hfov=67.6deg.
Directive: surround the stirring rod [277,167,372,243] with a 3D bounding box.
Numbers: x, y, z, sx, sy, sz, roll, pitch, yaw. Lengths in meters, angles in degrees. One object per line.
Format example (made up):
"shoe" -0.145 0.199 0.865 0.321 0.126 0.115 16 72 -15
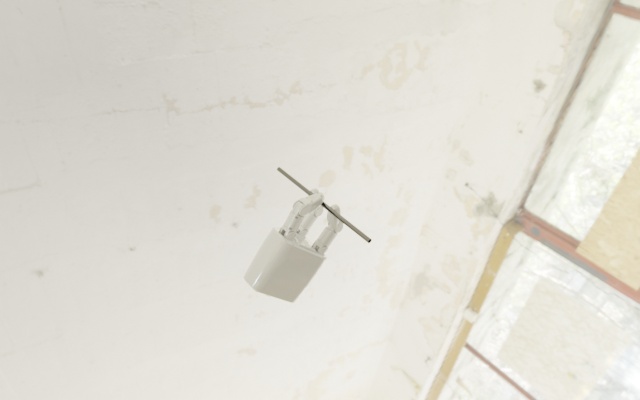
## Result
"stirring rod" 0.000 0.003 0.825 0.239 0.011 0.011 38 24 34
